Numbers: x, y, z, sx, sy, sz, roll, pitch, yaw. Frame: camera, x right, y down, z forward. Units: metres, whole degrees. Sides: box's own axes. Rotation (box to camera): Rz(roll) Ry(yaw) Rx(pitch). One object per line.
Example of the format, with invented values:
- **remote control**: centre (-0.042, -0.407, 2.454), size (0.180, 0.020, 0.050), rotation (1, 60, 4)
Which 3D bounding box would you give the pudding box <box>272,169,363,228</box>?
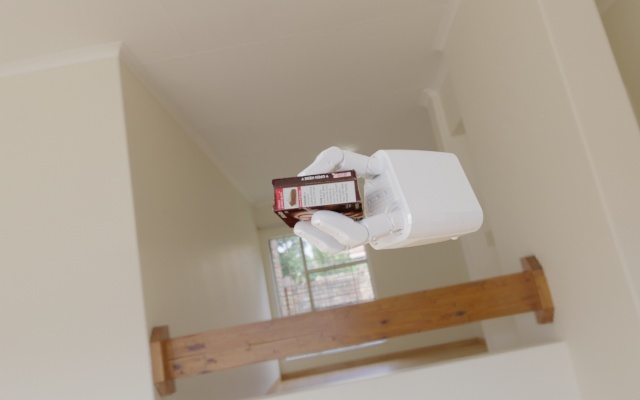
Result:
- **pudding box**: centre (0.000, 0.002, 0.526), size (0.090, 0.039, 0.113), rotation (-7, -15, 4)
